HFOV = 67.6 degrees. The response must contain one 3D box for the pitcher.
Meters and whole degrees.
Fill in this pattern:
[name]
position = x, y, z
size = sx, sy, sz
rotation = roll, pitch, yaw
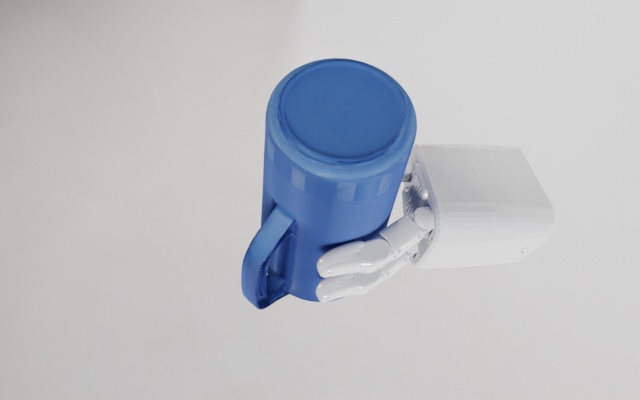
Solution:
[pitcher]
position = 0.000, 0.001, 0.429
size = 0.145, 0.149, 0.243
rotation = 0, -28, -5
